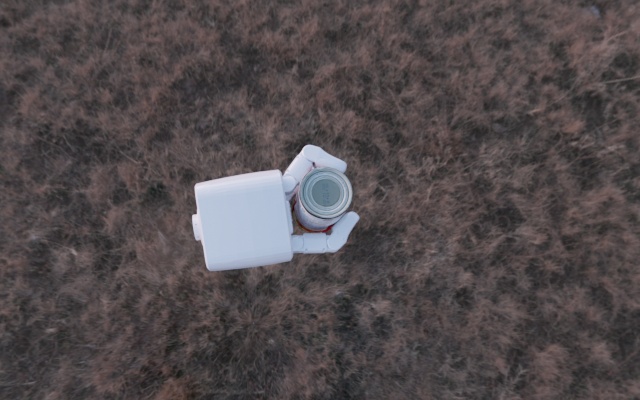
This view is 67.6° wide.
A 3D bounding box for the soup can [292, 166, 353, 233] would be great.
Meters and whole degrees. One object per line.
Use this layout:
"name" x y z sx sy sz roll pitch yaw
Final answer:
"soup can" 0.001 0.002 0.621 0.068 0.068 0.102 0 -14 -8
